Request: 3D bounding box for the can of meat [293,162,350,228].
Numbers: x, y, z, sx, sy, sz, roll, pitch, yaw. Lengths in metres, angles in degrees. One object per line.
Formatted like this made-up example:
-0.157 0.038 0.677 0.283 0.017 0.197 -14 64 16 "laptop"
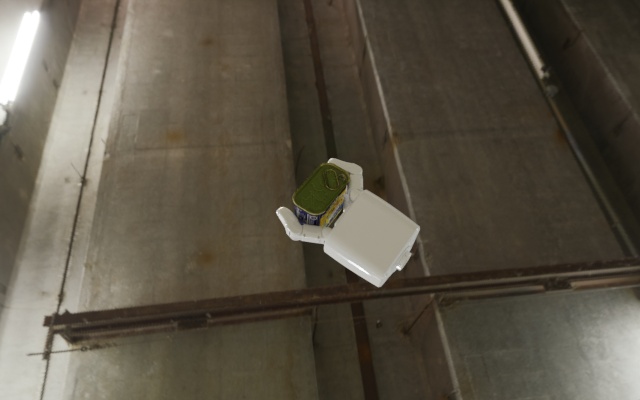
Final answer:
0.000 0.003 0.780 0.057 0.102 0.084 31 -31 16 "can of meat"
